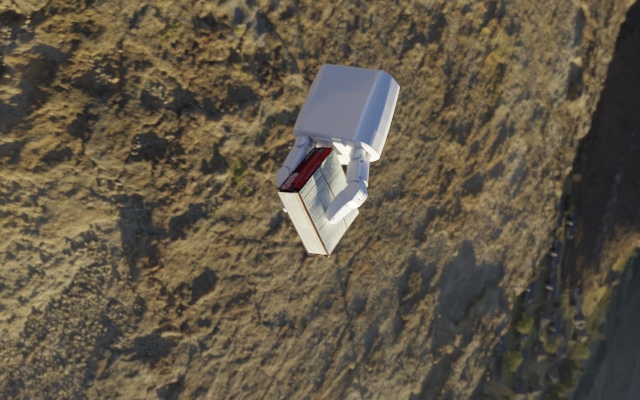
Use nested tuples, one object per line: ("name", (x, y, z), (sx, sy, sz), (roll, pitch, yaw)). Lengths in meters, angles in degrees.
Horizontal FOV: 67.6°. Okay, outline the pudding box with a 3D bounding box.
("pudding box", (0.000, 0.002, 0.609), (0.039, 0.114, 0.090), (5, 43, 38))
